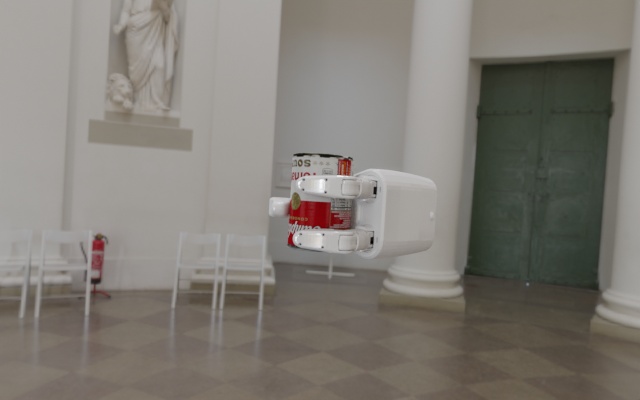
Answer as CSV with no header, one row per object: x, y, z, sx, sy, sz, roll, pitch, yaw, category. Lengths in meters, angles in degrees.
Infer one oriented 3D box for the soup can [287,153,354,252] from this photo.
0.000,0.001,0.522,0.068,0.102,0.068,4,1,0,soup can
